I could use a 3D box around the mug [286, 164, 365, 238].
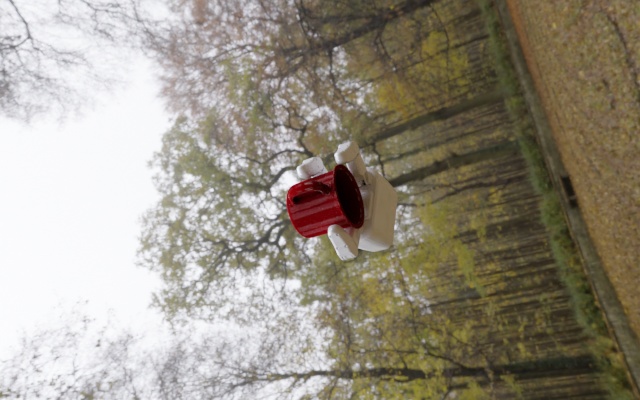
[{"bbox_3d":[-0.001,0.002,0.659,0.081,0.093,0.117,-18,-22,24],"label":"mug"}]
